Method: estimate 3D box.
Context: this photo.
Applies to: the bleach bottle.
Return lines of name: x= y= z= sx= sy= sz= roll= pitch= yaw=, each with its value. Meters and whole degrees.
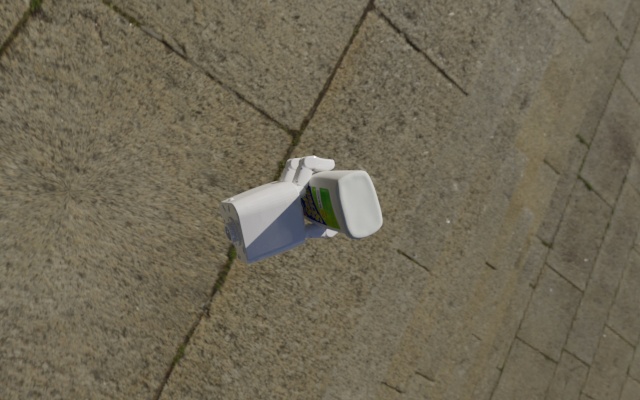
bleach bottle: x=0.000 y=0.003 z=0.804 sx=0.068 sy=0.102 sz=0.251 roll=-21 pitch=10 yaw=-26
